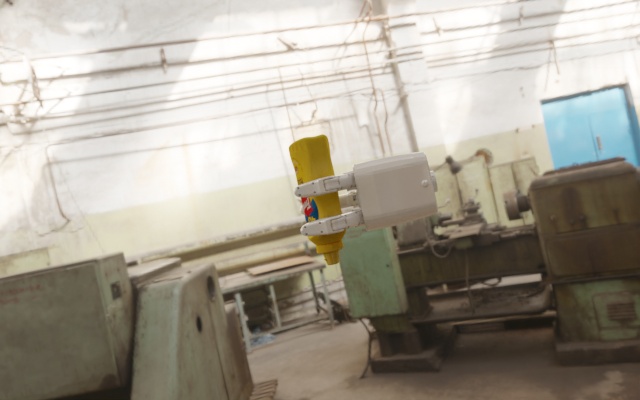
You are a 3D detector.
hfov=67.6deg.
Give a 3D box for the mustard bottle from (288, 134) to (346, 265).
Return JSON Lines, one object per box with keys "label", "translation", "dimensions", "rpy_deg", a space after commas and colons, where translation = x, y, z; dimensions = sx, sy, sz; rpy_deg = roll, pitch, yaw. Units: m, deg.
{"label": "mustard bottle", "translation": [0.000, 0.002, 0.722], "dimensions": [0.058, 0.191, 0.096], "rpy_deg": [-12, 0, -18]}
